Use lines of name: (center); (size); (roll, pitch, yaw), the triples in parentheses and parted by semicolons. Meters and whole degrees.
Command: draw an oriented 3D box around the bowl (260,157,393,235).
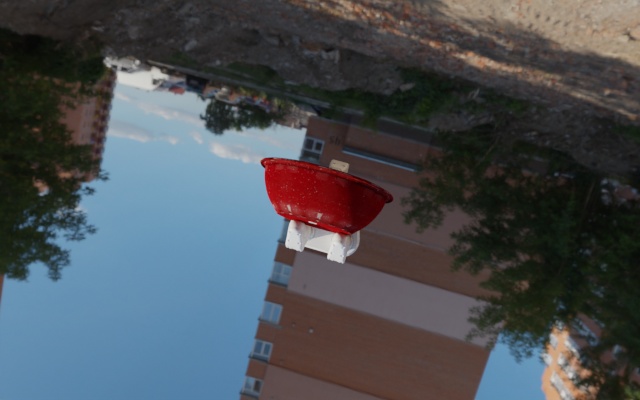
bowl: (0.000, 0.002, 0.557); (0.162, 0.055, 0.162); (16, -8, 2)
